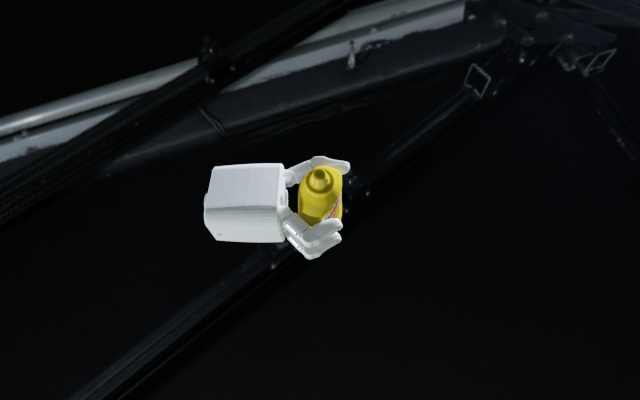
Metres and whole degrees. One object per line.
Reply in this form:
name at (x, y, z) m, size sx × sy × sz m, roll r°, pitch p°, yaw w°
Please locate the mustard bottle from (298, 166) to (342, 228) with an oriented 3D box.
mustard bottle at (0.000, 0.002, 0.711) m, size 0.058 × 0.096 × 0.192 m, roll 22°, pitch -20°, yaw 11°
